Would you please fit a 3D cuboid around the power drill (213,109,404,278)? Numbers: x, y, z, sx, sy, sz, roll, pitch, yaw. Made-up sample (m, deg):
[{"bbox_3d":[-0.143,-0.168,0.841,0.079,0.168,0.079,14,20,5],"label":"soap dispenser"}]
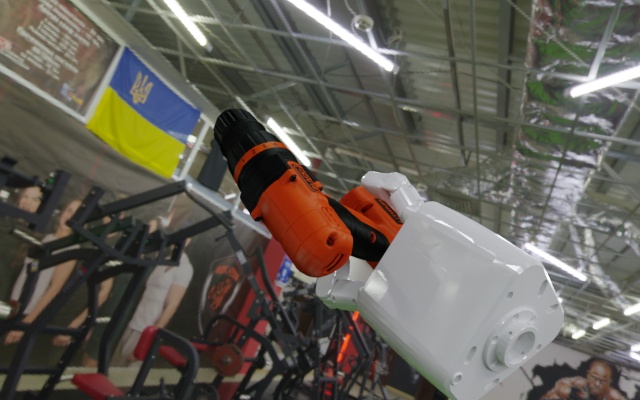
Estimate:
[{"bbox_3d":[0.001,0.002,0.435,0.188,0.057,0.184,21,27,-51],"label":"power drill"}]
